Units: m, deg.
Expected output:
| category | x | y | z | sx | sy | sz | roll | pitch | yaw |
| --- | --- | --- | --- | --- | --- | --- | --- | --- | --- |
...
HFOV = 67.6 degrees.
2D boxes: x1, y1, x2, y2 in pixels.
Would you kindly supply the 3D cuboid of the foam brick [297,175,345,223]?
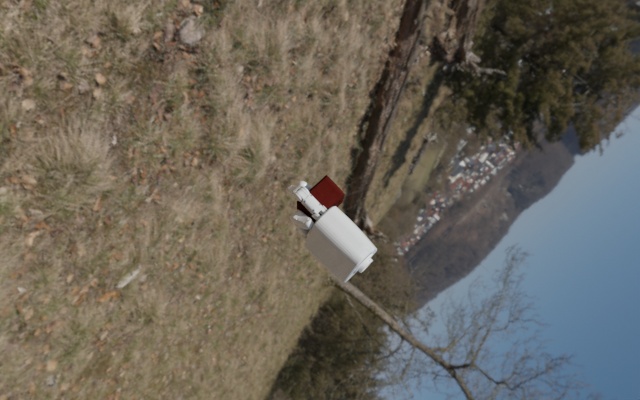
| category | x | y | z | sx | sy | sz | roll | pitch | yaw |
| --- | --- | --- | --- | --- | --- | --- | --- | --- | --- |
| foam brick | 0.000 | 0.003 | 0.891 | 0.078 | 0.051 | 0.053 | -43 | -13 | -15 |
